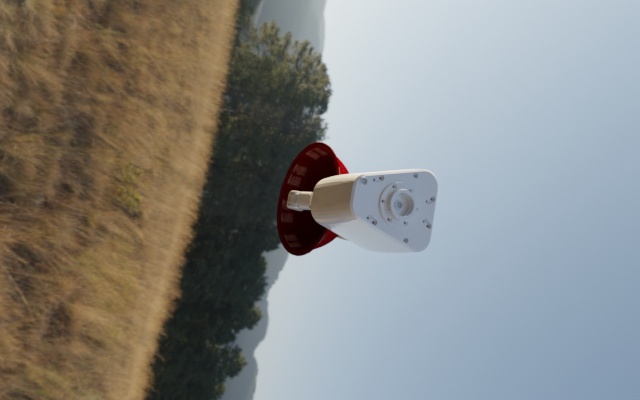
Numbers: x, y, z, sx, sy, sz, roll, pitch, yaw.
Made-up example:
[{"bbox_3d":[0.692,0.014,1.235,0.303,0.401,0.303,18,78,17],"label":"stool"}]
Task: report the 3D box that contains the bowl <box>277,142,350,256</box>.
[{"bbox_3d":[0.000,0.002,0.678,0.055,0.162,0.162,14,-8,-32],"label":"bowl"}]
